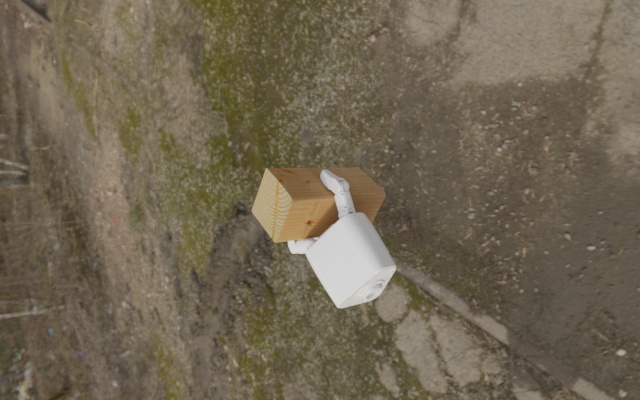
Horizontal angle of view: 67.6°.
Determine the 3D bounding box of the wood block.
[{"bbox_3d":[0.000,0.003,0.828,0.206,0.091,0.090,-4,39,-39],"label":"wood block"}]
